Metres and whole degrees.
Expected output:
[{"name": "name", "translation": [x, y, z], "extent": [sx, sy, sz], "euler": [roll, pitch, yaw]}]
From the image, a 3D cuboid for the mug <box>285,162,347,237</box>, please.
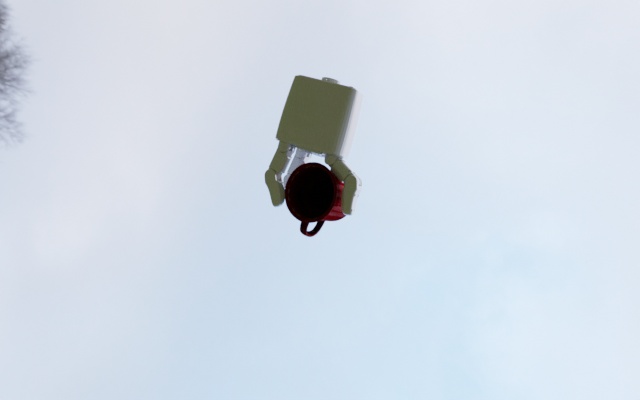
[{"name": "mug", "translation": [0.000, 0.004, 0.757], "extent": [0.093, 0.117, 0.081], "euler": [19, 5, 29]}]
